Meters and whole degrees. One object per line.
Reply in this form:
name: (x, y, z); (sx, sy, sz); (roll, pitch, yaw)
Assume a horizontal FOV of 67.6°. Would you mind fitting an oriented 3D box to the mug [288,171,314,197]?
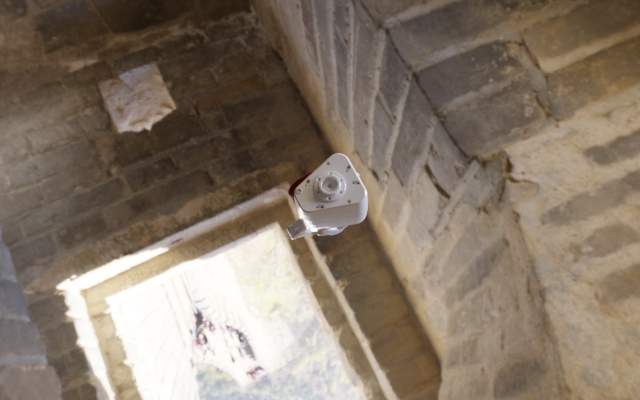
mug: (0.000, 0.004, 0.896); (0.093, 0.081, 0.117); (-27, -17, -4)
